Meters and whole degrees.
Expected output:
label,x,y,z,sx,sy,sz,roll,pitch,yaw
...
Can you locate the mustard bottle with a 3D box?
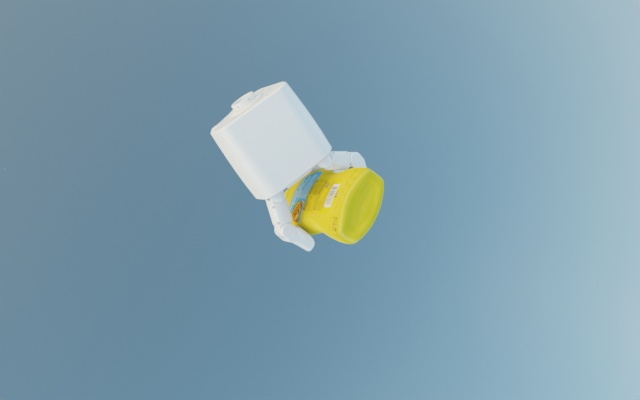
label,x,y,z,sx,sy,sz,roll,pitch,yaw
mustard bottle,0.000,0.002,0.661,0.058,0.096,0.191,31,-14,-30
